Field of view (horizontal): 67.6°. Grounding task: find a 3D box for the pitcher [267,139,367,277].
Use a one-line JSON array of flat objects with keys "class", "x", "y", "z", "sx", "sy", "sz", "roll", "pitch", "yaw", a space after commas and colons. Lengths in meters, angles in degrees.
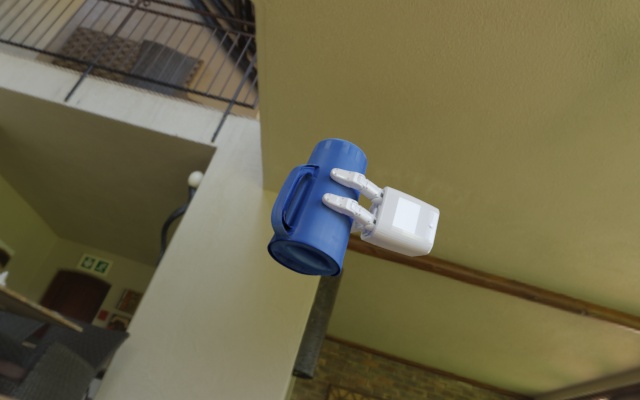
[{"class": "pitcher", "x": 0.000, "y": 0.003, "z": 0.862, "sx": 0.145, "sy": 0.242, "sz": 0.149, "roll": 21, "pitch": -29, "yaw": -2}]
